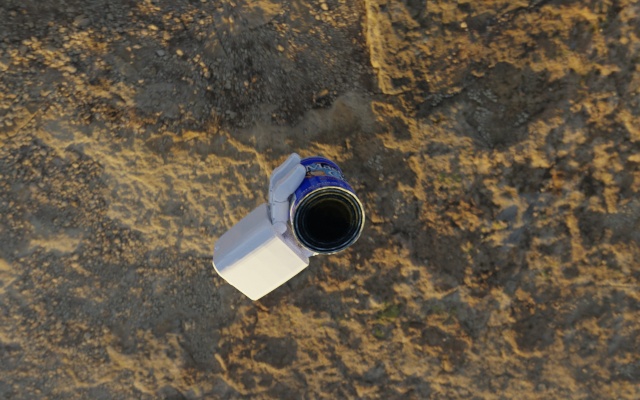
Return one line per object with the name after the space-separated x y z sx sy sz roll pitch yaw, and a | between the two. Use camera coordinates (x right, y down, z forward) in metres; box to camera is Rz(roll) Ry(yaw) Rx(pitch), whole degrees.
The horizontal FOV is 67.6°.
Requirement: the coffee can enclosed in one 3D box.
0.000 0.002 0.714 0.103 0.103 0.140 0 22 -10 | coffee can
